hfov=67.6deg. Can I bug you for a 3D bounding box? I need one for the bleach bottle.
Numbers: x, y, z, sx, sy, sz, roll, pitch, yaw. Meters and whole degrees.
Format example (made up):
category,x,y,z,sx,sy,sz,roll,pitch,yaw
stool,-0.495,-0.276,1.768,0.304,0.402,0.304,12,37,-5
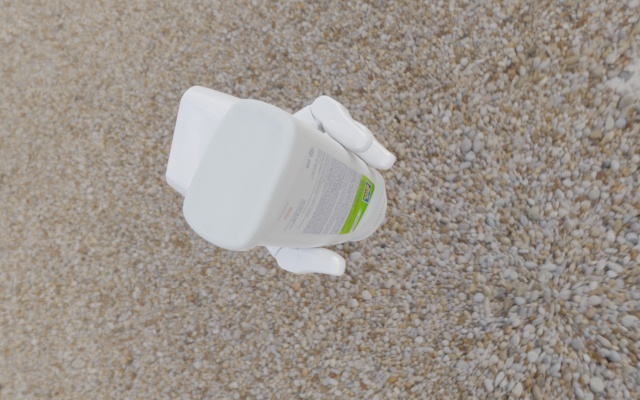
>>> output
category,x,y,z,sx,sy,sz,roll,pitch,yaw
bleach bottle,0.000,0.001,0.417,0.068,0.102,0.251,26,2,28
